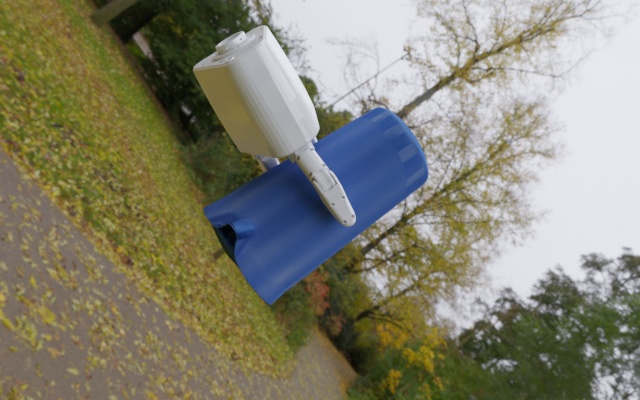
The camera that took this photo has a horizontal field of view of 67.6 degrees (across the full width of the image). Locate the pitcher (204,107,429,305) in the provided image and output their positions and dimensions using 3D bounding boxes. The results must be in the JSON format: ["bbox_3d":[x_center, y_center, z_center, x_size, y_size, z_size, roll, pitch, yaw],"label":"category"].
[{"bbox_3d":[0.000,0.002,0.564,0.243,0.145,0.149,-34,27,-6],"label":"pitcher"}]
